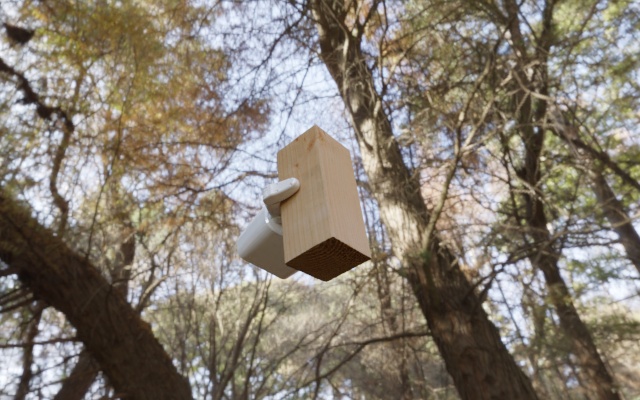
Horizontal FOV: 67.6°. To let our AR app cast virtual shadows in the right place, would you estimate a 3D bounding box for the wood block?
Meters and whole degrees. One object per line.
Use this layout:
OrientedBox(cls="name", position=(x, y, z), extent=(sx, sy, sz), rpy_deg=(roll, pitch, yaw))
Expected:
OrientedBox(cls="wood block", position=(0.000, 0.002, 0.715), extent=(0.090, 0.206, 0.091), rpy_deg=(-32, -43, 28))
